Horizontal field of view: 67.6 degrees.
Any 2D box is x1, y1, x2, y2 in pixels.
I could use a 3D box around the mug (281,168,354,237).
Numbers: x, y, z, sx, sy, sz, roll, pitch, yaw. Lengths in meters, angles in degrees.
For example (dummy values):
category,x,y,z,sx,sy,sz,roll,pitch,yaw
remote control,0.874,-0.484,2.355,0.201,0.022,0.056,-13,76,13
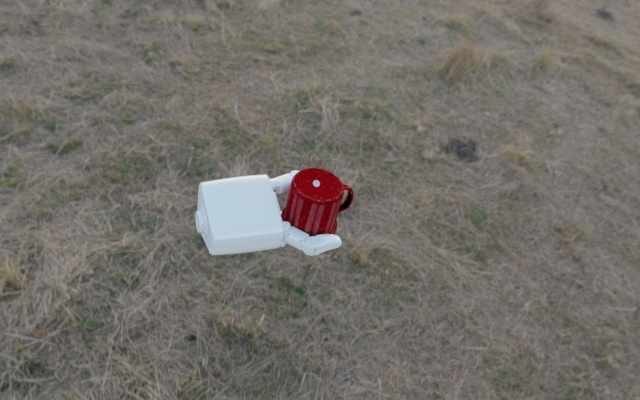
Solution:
category,x,y,z,sx,sy,sz,roll,pitch,yaw
mug,0.001,0.002,0.748,0.117,0.082,0.093,-8,46,-24
